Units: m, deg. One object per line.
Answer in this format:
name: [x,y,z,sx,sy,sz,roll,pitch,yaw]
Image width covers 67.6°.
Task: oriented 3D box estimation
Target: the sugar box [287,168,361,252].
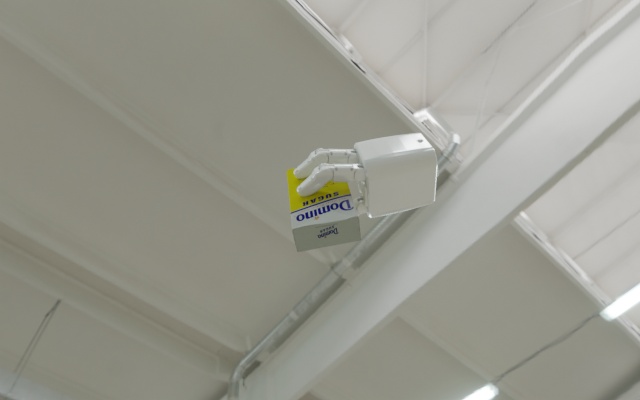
sugar box: [0.000,0.002,0.713,0.093,0.048,0.176,-11,29,-1]
